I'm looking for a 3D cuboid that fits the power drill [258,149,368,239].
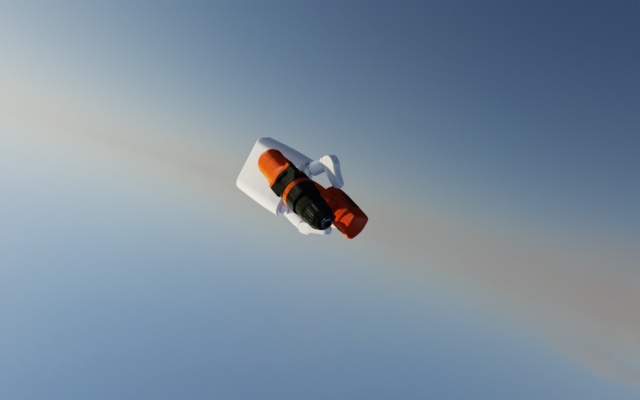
[{"bbox_3d":[0.000,0.003,0.772,0.188,0.057,0.184,31,14,-50],"label":"power drill"}]
